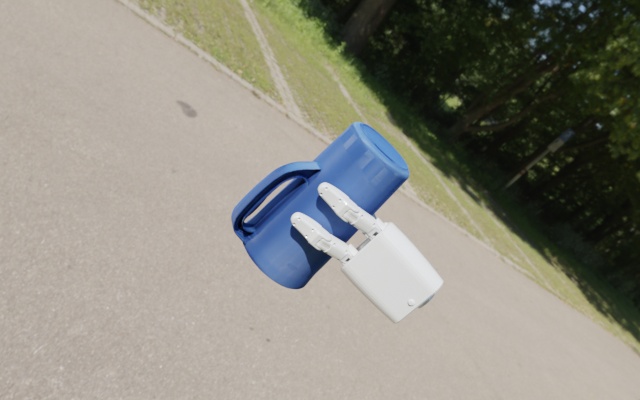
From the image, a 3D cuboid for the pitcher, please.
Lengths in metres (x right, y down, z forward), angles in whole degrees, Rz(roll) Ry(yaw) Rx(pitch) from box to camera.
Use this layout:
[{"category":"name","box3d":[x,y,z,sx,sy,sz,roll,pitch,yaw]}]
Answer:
[{"category":"pitcher","box3d":[0.000,0.002,0.685,0.243,0.145,0.149,-45,-7,19]}]
